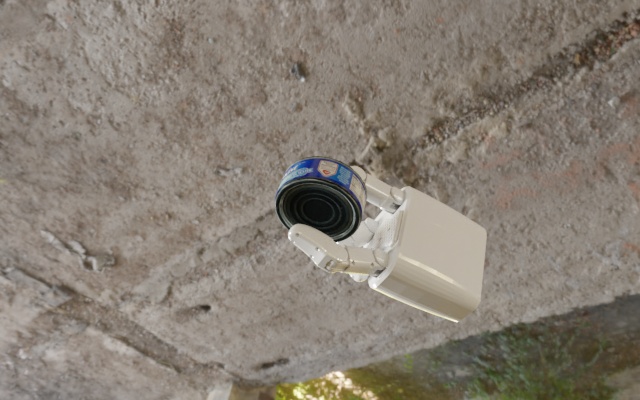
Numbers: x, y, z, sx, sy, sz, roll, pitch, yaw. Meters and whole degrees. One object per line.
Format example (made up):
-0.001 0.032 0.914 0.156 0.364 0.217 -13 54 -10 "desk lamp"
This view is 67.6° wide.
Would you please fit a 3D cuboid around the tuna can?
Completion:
0.000 0.002 0.458 0.086 0.086 0.033 0 41 16 "tuna can"
